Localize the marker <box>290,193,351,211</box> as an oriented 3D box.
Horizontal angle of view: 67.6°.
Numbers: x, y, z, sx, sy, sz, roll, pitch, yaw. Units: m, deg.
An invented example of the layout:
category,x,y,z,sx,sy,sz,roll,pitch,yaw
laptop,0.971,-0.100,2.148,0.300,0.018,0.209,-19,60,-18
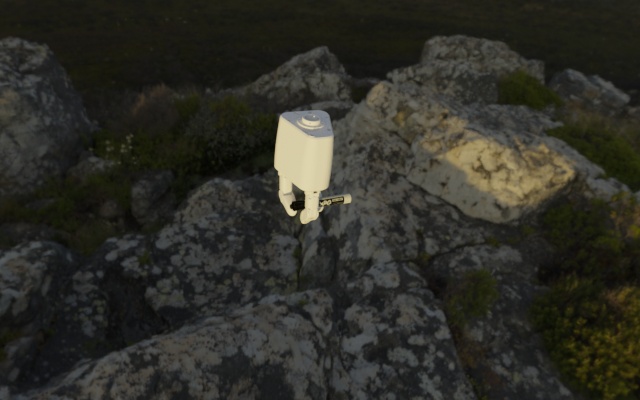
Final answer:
category,x,y,z,sx,sy,sz,roll,pitch,yaw
marker,0.000,0.003,0.893,0.121,0.020,0.020,-9,3,-22
